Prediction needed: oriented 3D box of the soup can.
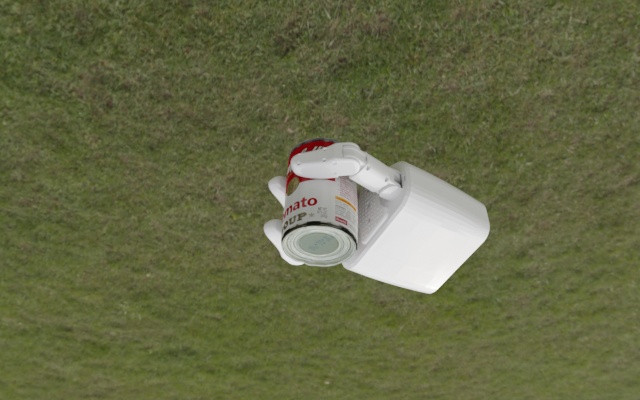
[{"bbox_3d":[0.000,0.001,0.443,0.068,0.102,0.069,1,-39,1],"label":"soup can"}]
